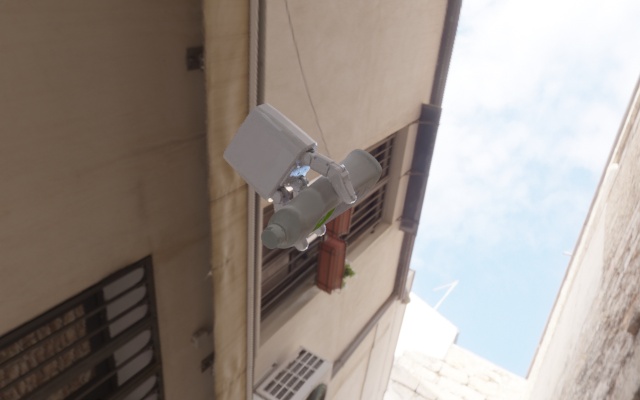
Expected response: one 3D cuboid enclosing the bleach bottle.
[{"bbox_3d":[0.000,0.002,0.732,0.068,0.103,0.250,42,38,11],"label":"bleach bottle"}]
